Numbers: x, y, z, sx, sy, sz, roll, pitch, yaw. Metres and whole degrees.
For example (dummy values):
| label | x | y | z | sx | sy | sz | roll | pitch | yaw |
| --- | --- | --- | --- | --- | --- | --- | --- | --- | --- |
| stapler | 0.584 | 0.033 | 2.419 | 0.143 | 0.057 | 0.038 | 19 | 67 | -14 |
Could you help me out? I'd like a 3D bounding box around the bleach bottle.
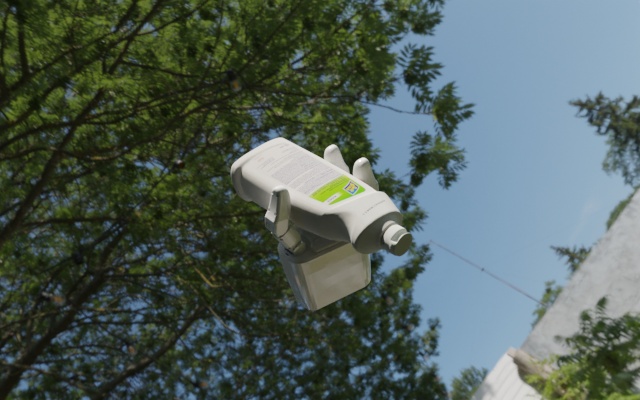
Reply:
| label | x | y | z | sx | sy | sz | roll | pitch | yaw |
| --- | --- | --- | --- | --- | --- | --- | --- | --- | --- |
| bleach bottle | 0.000 | 0.002 | 0.582 | 0.102 | 0.068 | 0.250 | -36 | 45 | -25 |
